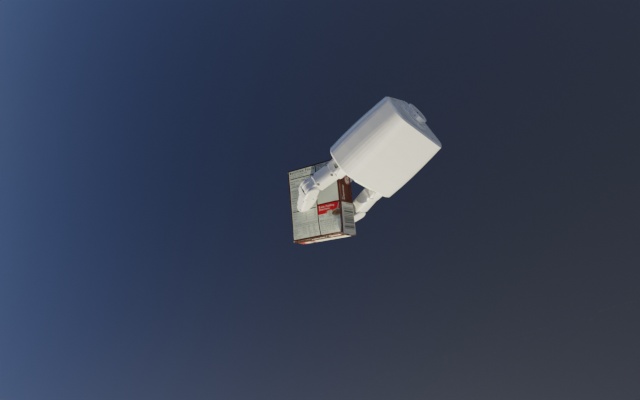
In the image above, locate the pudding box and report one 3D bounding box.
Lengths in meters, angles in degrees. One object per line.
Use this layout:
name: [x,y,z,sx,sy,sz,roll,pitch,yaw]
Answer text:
pudding box: [0.000,0.002,0.701,0.090,0.113,0.039,-13,-16,33]
